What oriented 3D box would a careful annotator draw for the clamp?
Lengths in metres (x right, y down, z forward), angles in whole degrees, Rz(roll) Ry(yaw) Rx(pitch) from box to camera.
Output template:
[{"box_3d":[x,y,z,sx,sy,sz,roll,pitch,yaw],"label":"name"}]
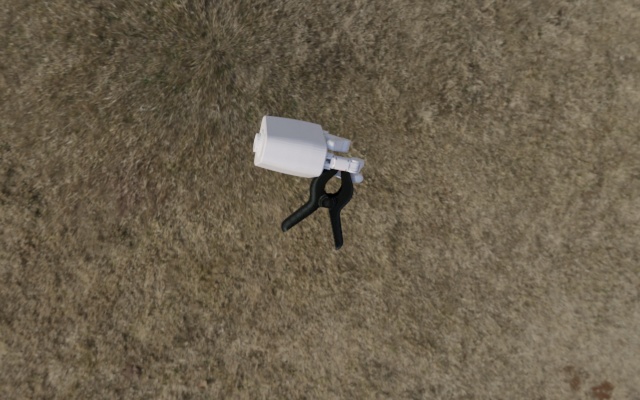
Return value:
[{"box_3d":[0.000,0.003,0.866,0.120,0.171,0.039,10,15,-15],"label":"clamp"}]
